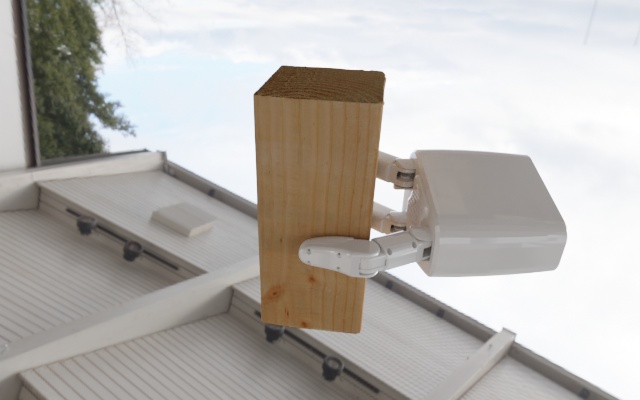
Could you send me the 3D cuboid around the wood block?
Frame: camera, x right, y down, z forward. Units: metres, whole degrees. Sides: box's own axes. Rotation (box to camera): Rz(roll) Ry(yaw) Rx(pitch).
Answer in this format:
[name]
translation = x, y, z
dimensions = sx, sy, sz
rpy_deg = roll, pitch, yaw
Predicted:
[wood block]
translation = 0.000, 0.002, 0.404
dimensions = 0.090, 0.206, 0.090
rpy_deg = 5, 29, 6
